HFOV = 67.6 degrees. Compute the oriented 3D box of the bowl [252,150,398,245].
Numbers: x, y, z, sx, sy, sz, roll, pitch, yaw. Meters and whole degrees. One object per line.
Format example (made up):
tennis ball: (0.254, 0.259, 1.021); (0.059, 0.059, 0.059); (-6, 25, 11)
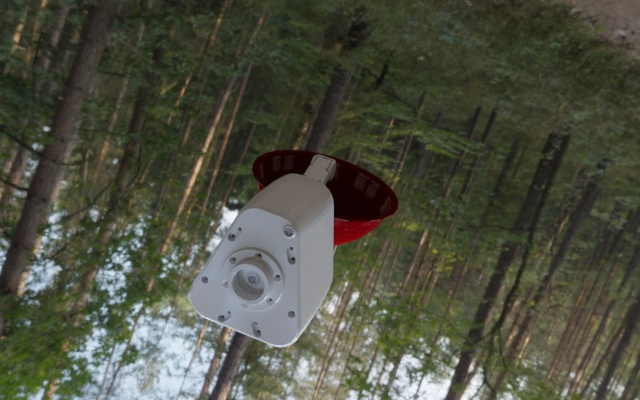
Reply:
bowl: (0.001, 0.002, 0.525); (0.162, 0.055, 0.162); (13, 26, -7)
